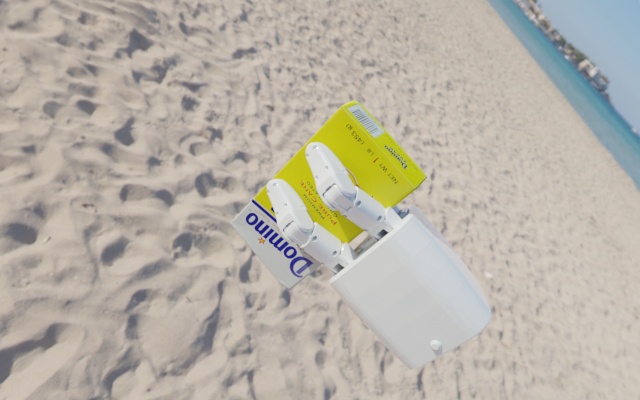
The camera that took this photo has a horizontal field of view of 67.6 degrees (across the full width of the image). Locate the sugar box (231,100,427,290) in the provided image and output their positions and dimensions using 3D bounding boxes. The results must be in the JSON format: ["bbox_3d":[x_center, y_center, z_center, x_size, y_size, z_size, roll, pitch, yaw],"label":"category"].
[{"bbox_3d":[0.000,0.002,0.442,0.176,0.093,0.048,-43,-4,30],"label":"sugar box"}]
